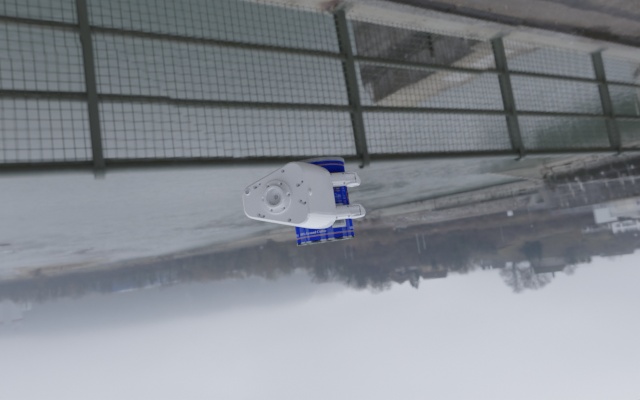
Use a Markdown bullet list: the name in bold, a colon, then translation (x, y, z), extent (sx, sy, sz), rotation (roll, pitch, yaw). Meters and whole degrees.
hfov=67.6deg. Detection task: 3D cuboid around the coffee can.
- **coffee can**: translation (0.000, 0.003, 0.834), extent (0.103, 0.140, 0.103), rotation (-8, -6, -1)
